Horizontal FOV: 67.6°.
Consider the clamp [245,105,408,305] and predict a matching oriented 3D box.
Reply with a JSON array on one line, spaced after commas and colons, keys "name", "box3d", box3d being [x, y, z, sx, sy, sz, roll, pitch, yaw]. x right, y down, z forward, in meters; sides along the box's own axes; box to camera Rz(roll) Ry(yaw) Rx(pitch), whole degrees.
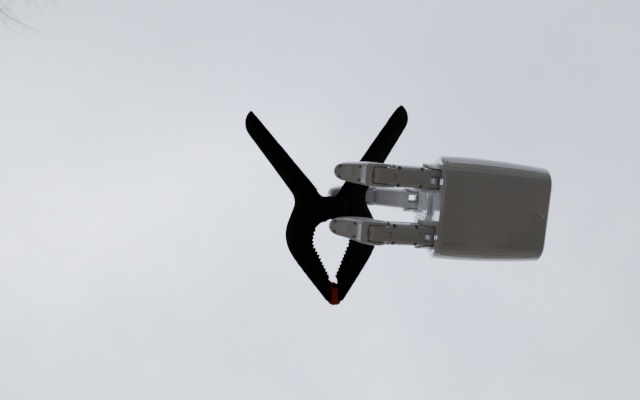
[{"name": "clamp", "box3d": [0.000, 0.002, 0.495, 0.164, 0.210, 0.036, 4, 6, -2]}]
